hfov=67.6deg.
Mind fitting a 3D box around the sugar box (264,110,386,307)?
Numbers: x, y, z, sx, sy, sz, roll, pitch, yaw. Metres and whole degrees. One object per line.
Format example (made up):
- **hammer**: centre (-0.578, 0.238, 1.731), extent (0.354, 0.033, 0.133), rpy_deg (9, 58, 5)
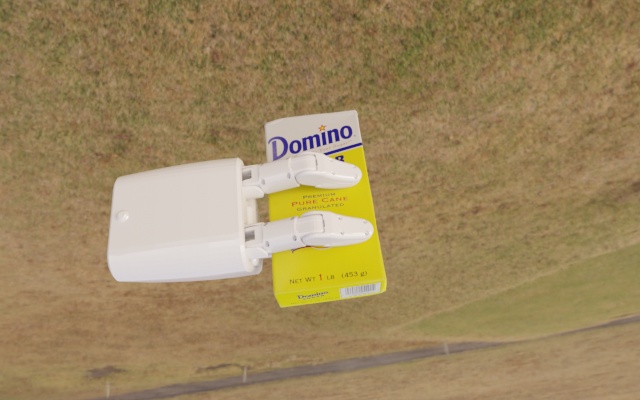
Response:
- **sugar box**: centre (0.000, 0.001, 0.434), extent (0.093, 0.176, 0.048), rpy_deg (-7, -27, 0)
